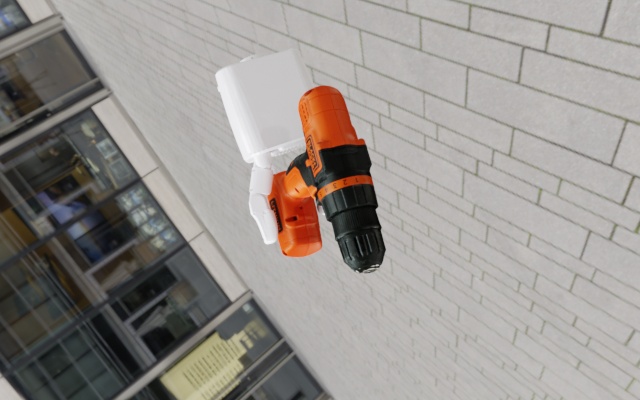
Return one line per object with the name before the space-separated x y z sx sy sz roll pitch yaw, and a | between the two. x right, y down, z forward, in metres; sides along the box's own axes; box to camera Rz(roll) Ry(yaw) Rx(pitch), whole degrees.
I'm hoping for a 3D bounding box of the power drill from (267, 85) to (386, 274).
power drill | 0.000 0.002 0.505 0.057 0.184 0.188 -6 -18 -23
